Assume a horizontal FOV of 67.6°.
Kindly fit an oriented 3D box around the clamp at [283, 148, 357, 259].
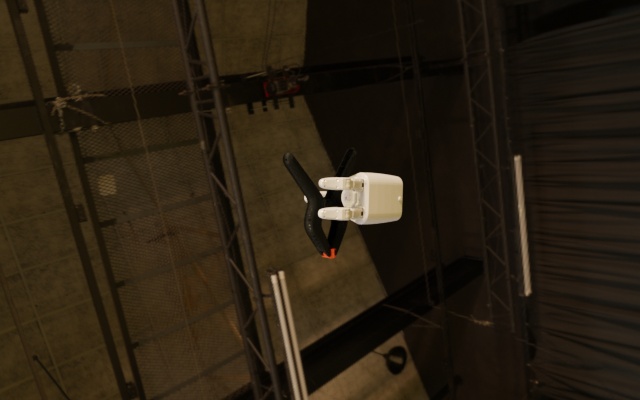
[{"bbox_3d":[0.000,0.003,0.882,0.164,0.210,0.036,0,2,-37],"label":"clamp"}]
